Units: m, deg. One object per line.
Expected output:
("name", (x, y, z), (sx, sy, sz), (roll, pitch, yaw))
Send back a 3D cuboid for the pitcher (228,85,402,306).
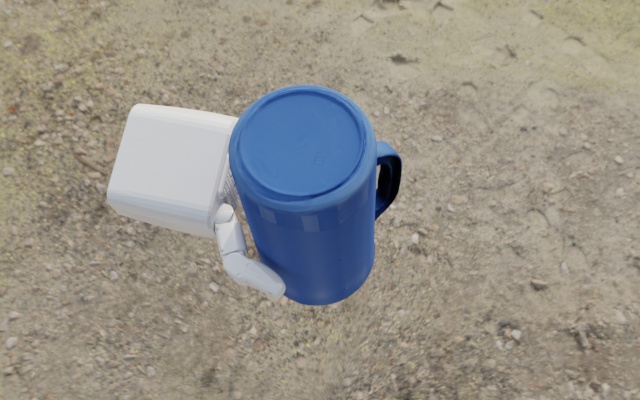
("pitcher", (0.000, 0.001, 0.447), (0.145, 0.149, 0.243), (11, -23, 7))
